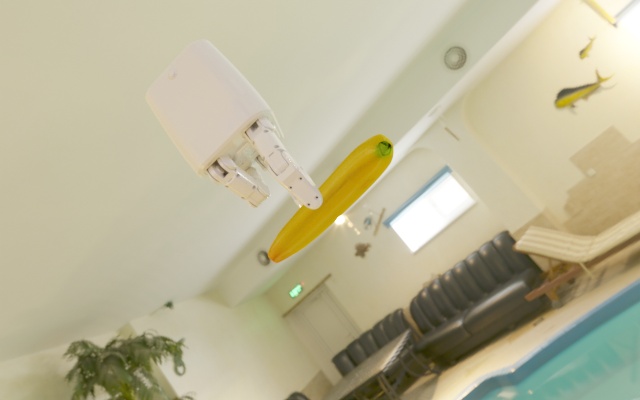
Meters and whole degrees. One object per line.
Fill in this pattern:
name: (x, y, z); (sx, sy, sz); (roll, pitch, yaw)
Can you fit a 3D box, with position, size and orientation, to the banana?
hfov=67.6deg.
banana: (0.013, -0.006, 0.476); (0.069, 0.037, 0.198); (-25, -17, -50)
